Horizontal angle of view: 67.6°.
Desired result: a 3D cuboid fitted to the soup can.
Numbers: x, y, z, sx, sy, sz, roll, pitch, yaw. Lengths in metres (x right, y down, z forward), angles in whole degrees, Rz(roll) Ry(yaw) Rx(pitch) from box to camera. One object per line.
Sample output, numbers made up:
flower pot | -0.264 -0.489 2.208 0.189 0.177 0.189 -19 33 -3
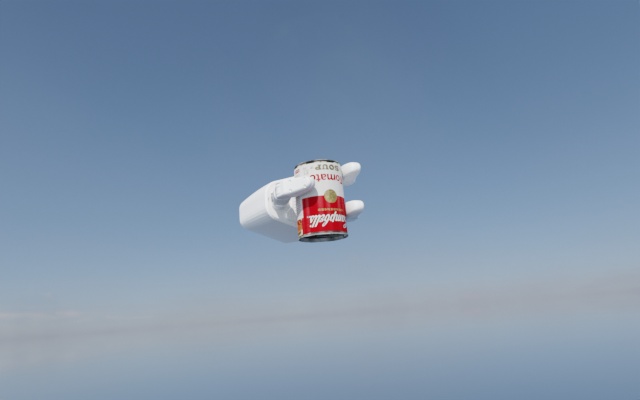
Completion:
soup can | 0.000 0.002 0.656 0.068 0.102 0.068 -4 -14 -1
